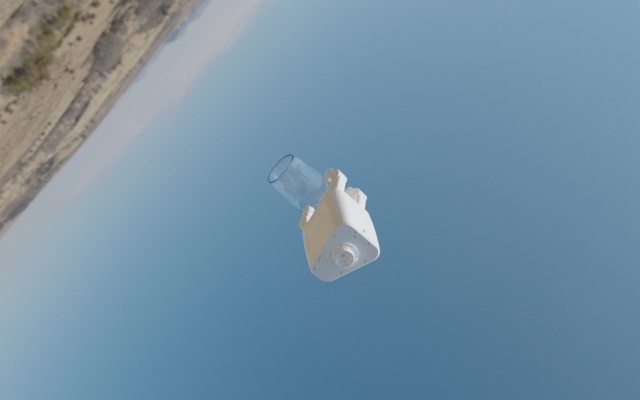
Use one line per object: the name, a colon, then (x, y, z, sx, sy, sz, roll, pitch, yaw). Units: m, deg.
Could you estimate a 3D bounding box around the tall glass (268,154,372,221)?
tall glass: (0.001, 0.003, 0.859, 0.201, 0.079, 0.079, 40, -19, -24)
